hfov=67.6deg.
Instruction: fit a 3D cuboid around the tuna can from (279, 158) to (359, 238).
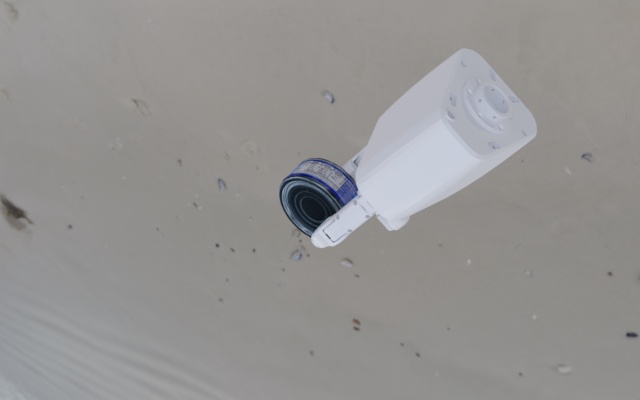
[{"bbox_3d":[0.000,0.002,0.484,0.086,0.086,0.033,0,35,42],"label":"tuna can"}]
